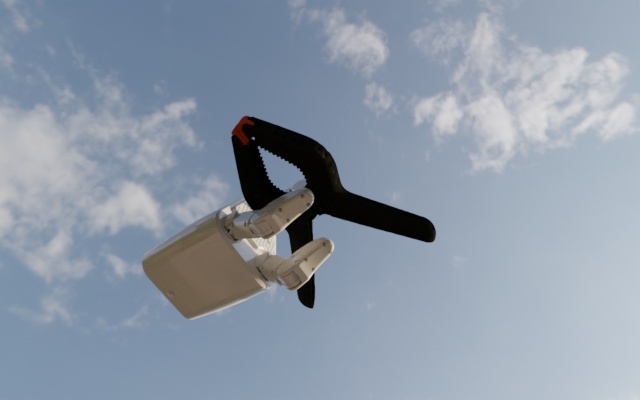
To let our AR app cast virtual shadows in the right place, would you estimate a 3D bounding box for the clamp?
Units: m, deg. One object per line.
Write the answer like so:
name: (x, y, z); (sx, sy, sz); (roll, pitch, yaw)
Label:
clamp: (0.000, 0.001, 0.458); (0.164, 0.210, 0.036); (-27, 22, 18)
